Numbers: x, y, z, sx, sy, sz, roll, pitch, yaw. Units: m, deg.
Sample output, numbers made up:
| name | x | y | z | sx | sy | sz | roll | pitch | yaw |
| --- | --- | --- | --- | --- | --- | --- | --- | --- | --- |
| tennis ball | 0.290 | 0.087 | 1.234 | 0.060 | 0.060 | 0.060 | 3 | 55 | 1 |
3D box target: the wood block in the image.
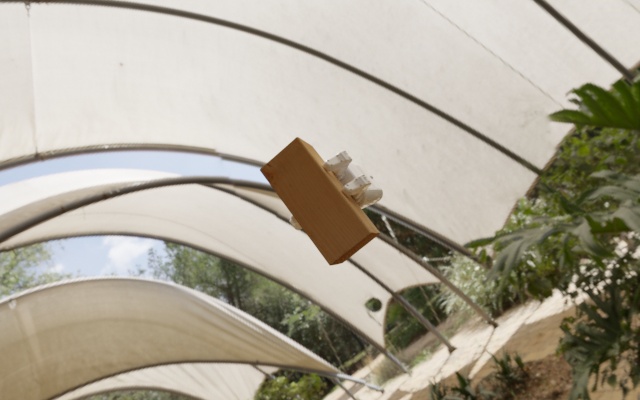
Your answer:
| name | x | y | z | sx | sy | sz | roll | pitch | yaw |
| --- | --- | --- | --- | --- | --- | --- | --- | --- | --- |
| wood block | 0.000 | 0.003 | 0.830 | 0.091 | 0.206 | 0.090 | -40 | -14 | 10 |
